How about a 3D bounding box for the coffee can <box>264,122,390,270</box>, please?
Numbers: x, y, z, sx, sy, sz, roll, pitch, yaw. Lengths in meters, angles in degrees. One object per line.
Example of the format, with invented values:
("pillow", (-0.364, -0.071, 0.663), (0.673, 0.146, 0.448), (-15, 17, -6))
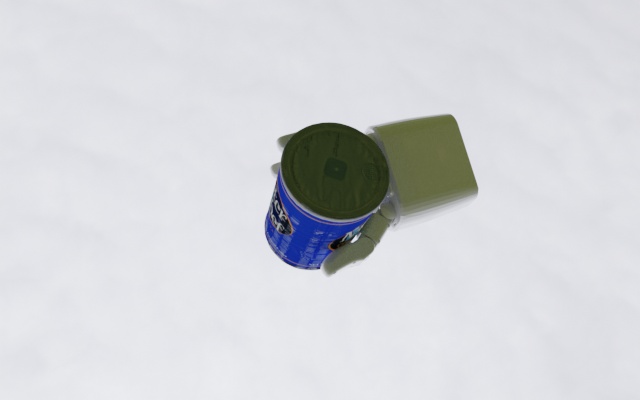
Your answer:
("coffee can", (0.000, 0.002, 0.493), (0.103, 0.102, 0.140), (0, -26, -14))
